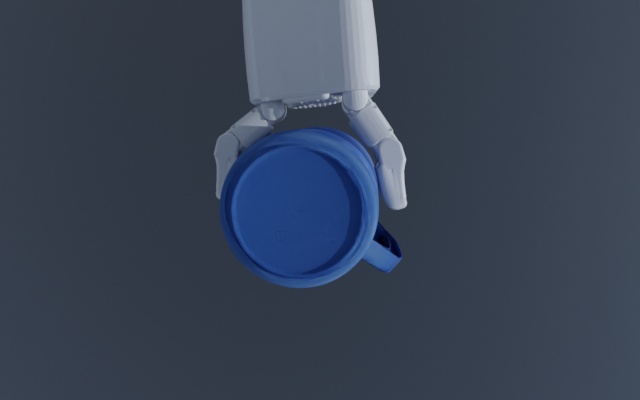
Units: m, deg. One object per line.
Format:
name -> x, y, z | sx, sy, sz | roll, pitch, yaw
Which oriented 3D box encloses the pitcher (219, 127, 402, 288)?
pitcher -> 0.000, 0.001, 0.430 | 0.149, 0.145, 0.243 | -3, 6, 4
